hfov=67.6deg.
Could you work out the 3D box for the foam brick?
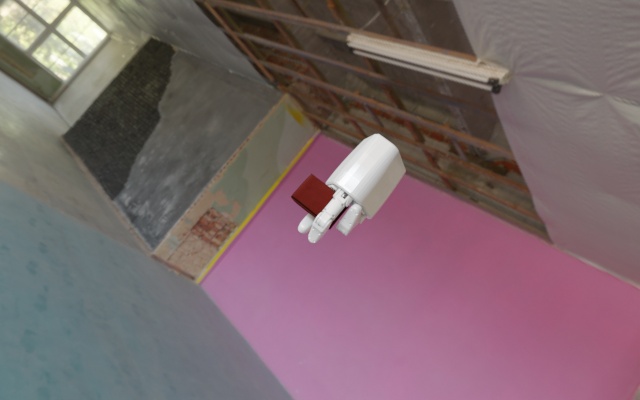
[{"bbox_3d":[0.000,0.002,0.780,0.078,0.051,0.053,38,-5,10],"label":"foam brick"}]
